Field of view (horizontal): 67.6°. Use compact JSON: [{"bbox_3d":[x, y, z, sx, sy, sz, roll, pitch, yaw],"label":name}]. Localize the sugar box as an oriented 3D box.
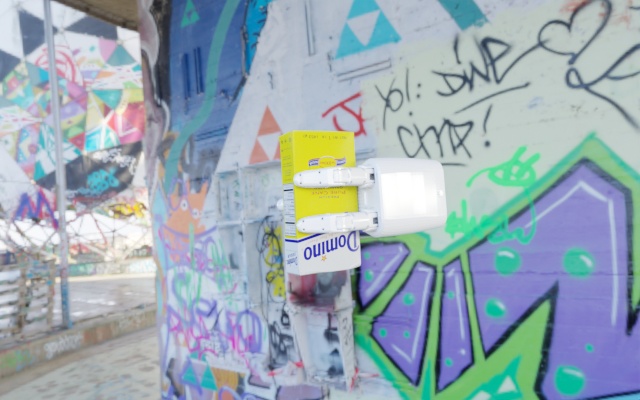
[{"bbox_3d":[0.000,0.002,0.606,0.093,0.176,0.048,-4,-2,-29],"label":"sugar box"}]
